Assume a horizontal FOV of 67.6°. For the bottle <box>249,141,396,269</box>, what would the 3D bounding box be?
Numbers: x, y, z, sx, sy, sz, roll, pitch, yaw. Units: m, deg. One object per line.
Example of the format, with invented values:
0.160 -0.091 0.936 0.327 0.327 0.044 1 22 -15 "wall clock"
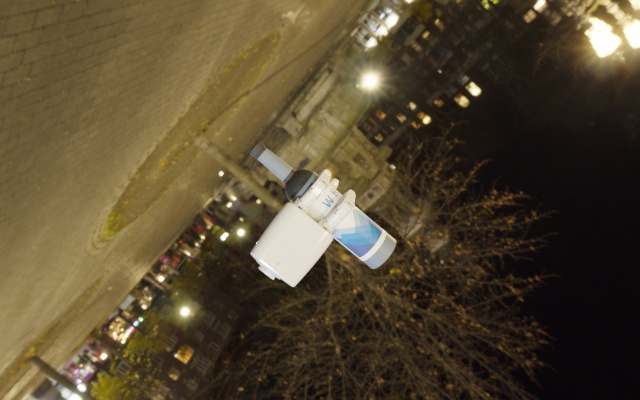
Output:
0.000 0.003 0.827 0.296 0.069 0.069 40 -7 -9 "bottle"
